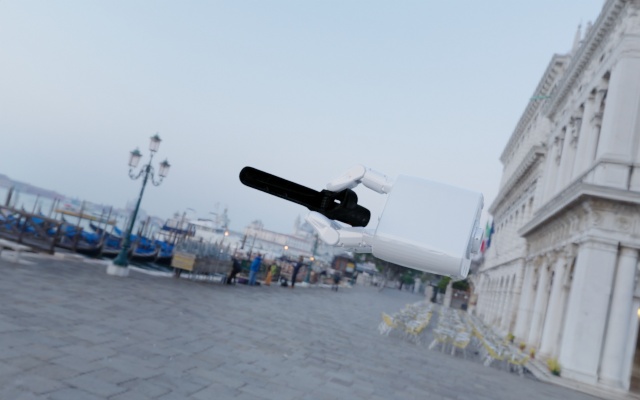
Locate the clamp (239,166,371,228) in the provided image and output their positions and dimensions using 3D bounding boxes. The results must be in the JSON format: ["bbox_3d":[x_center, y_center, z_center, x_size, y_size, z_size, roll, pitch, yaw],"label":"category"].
[{"bbox_3d":[0.001,0.001,0.639,0.164,0.036,0.210,16,-6,24],"label":"clamp"}]
